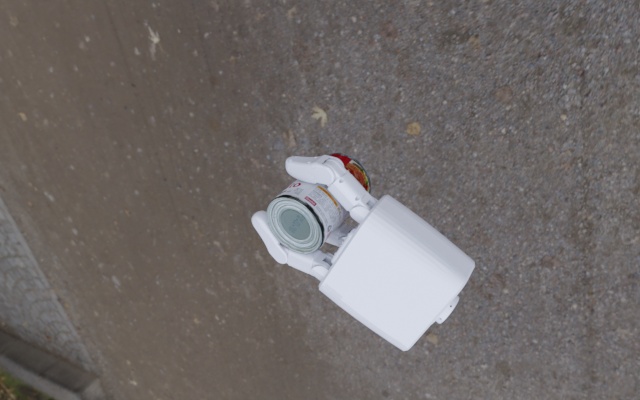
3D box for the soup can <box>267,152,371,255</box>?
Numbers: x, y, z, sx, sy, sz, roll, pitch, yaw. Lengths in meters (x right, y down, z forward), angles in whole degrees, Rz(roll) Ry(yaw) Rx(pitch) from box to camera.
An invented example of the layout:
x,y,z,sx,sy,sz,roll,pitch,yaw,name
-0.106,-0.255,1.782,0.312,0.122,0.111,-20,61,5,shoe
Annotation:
x,y,z,sx,sy,sz,roll,pitch,yaw,name
0.000,0.001,0.496,0.068,0.068,0.102,0,28,36,soup can
